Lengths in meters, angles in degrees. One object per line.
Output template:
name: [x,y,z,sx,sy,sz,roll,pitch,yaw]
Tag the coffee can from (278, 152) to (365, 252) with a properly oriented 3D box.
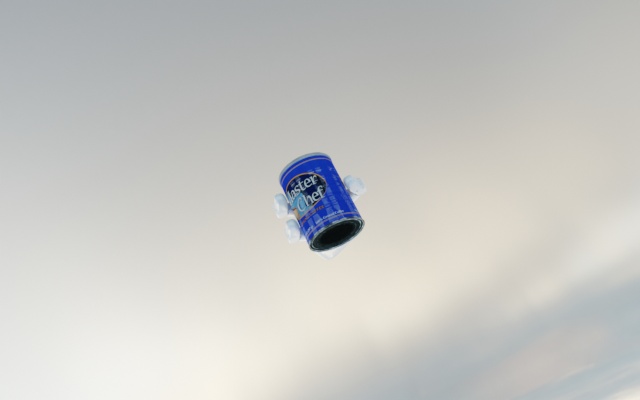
coffee can: [0.000,0.002,0.822,0.103,0.140,0.103,-21,-27,-11]
